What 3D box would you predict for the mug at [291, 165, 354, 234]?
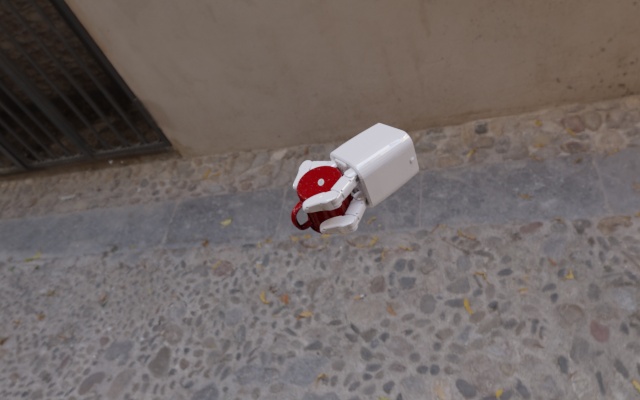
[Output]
[{"bbox_3d":[-0.001,0.003,0.798,0.117,0.082,0.093,-35,45,-10],"label":"mug"}]
